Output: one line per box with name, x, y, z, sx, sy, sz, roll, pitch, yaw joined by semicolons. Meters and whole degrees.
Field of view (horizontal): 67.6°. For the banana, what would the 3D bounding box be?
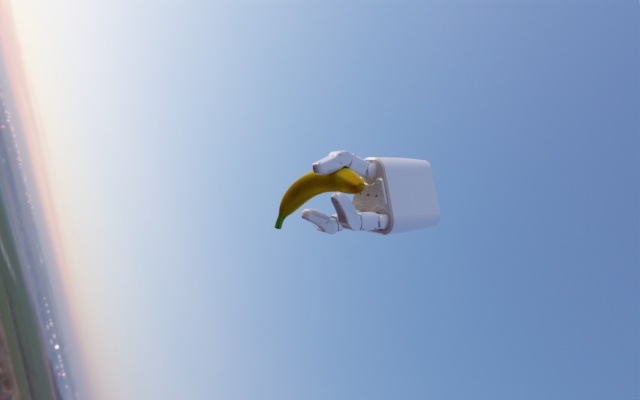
banana;-0.004;-0.014;0.707;0.037;0.069;0.198;8;-24;-38
